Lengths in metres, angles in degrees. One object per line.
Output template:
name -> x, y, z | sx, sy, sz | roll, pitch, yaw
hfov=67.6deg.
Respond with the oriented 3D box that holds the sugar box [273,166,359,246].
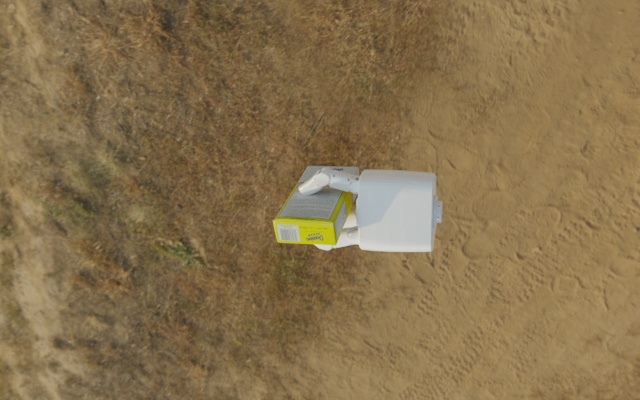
sugar box -> 0.000, 0.003, 0.747 | 0.093, 0.048, 0.176 | 3, 29, 17
